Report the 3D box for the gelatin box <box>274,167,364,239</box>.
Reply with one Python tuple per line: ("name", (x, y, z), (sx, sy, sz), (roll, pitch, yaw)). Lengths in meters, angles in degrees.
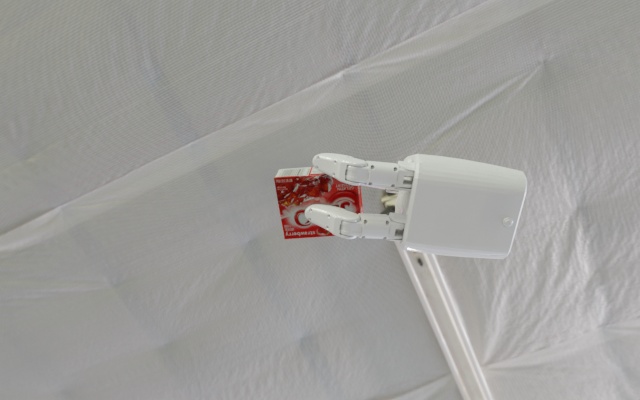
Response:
("gelatin box", (0.000, 0.002, 0.512), (0.089, 0.073, 0.030), (-4, 23, 11))
